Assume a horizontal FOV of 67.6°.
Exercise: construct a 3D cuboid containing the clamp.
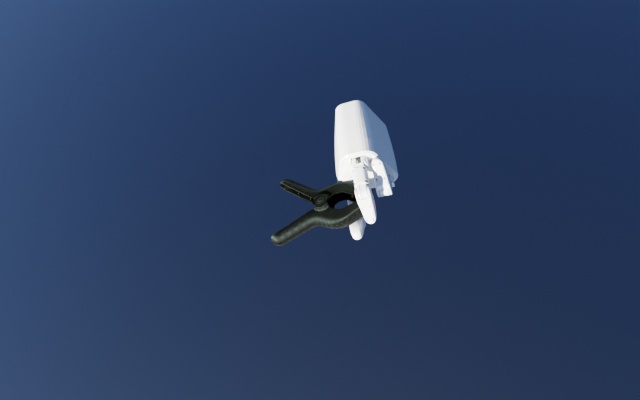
[{"bbox_3d":[0.000,0.002,0.759,0.171,0.120,0.039,-13,-30,13],"label":"clamp"}]
